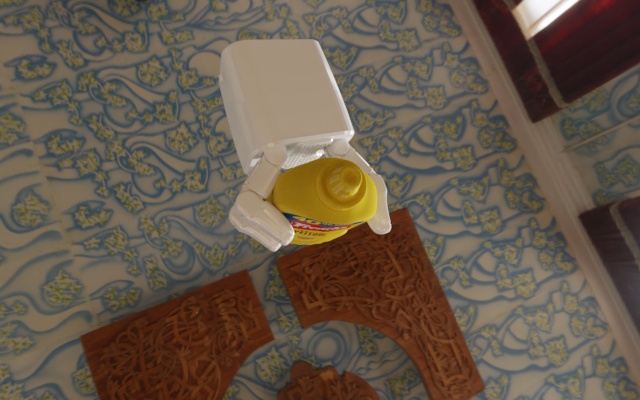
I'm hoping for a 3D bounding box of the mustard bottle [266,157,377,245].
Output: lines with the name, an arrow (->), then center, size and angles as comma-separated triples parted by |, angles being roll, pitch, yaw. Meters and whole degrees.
mustard bottle -> 0.000, 0.002, 0.451 | 0.096, 0.058, 0.192 | 8, -14, -13
